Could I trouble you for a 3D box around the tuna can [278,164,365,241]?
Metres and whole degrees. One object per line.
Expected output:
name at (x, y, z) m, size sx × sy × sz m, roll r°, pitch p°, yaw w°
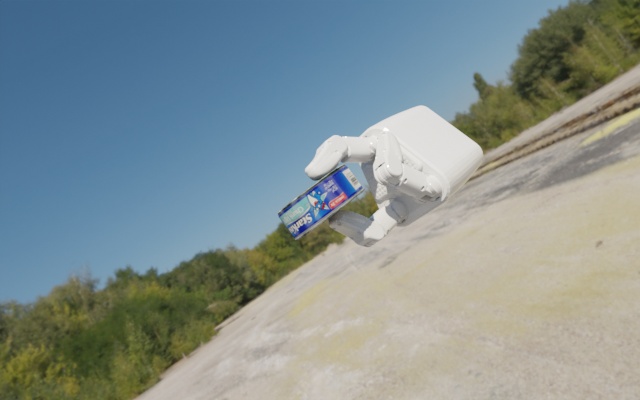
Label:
tuna can at (0.000, 0.001, 0.474) m, size 0.086 × 0.034 × 0.086 m, roll -37°, pitch 0°, yaw 0°
